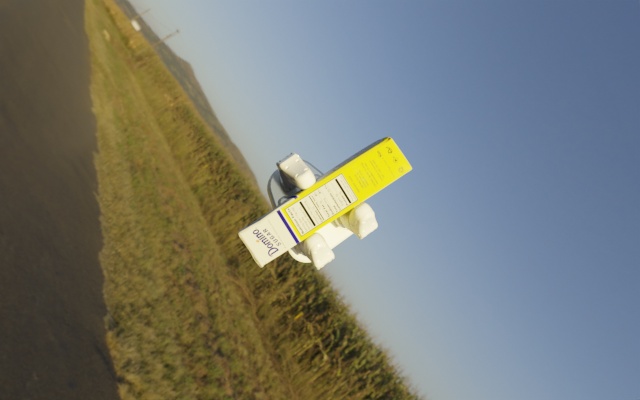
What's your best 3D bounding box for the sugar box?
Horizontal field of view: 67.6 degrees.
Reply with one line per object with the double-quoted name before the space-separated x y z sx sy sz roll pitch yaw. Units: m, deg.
"sugar box" 0.000 0.002 0.494 0.176 0.048 0.093 -35 3 -8
